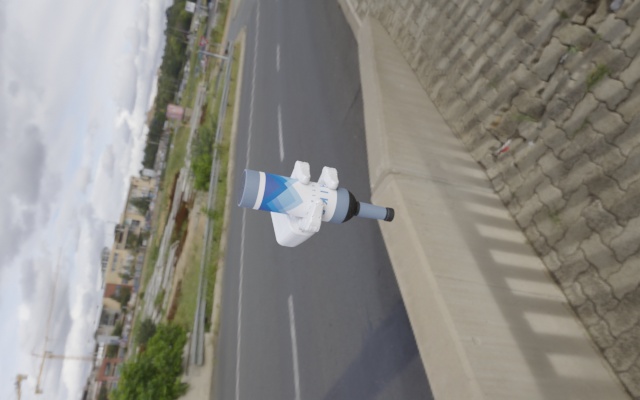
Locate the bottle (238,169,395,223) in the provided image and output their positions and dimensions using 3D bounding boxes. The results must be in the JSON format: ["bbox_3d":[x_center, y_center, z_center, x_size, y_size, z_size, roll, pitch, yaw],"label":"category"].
[{"bbox_3d":[0.000,0.003,0.880,0.296,0.069,0.069,10,-3,-18],"label":"bottle"}]
